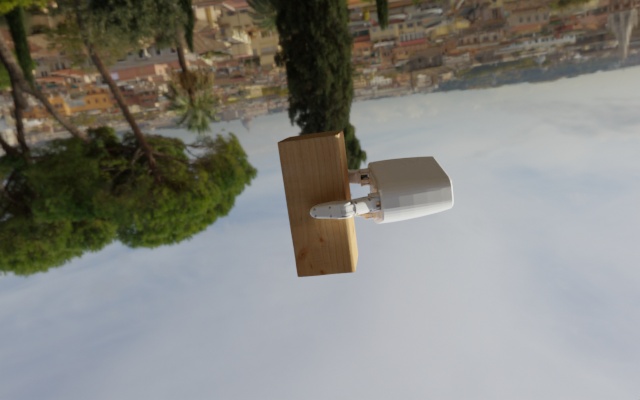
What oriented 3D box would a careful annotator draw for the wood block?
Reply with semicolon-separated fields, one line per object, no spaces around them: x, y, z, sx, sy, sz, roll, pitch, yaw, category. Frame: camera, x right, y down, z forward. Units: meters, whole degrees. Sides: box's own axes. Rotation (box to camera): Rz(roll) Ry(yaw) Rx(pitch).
0.000;0.003;0.735;0.090;0.206;0.091;-6;11;9;wood block
